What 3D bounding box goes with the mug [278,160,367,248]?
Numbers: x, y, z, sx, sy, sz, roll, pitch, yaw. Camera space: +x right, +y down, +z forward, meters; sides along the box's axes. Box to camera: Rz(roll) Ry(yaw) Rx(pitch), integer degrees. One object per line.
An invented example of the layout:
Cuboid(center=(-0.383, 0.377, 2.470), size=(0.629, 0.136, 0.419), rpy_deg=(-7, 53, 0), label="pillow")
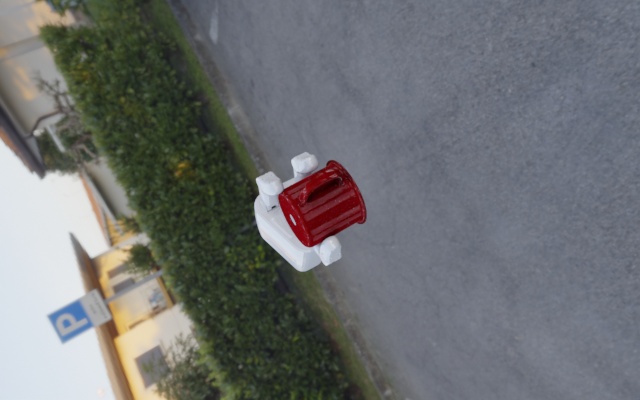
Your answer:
Cuboid(center=(0.000, 0.001, 0.594), size=(0.081, 0.093, 0.117), rpy_deg=(-28, -21, -16), label="mug")
